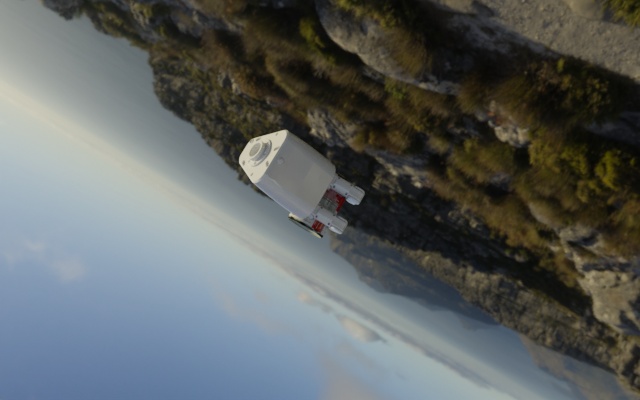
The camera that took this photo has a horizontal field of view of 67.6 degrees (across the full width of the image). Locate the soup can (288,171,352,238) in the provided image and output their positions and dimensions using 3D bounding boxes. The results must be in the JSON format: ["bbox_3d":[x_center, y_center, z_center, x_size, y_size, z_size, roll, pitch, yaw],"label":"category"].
[{"bbox_3d":[0.000,0.003,0.790,0.068,0.102,0.068,30,-8,5],"label":"soup can"}]
